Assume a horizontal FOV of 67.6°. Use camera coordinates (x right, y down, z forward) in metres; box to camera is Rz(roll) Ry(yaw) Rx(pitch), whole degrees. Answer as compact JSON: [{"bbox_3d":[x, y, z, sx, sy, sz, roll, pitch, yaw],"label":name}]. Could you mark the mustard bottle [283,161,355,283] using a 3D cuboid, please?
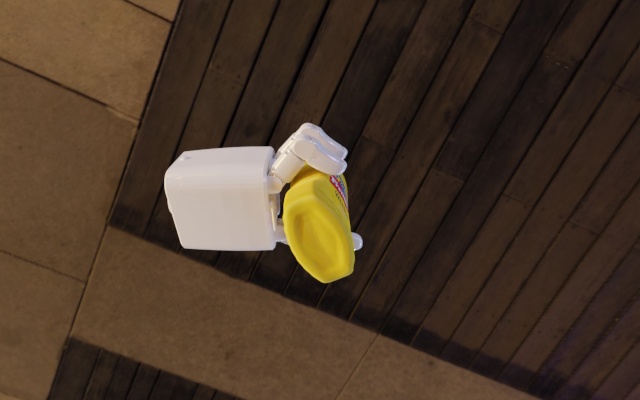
[{"bbox_3d":[0.000,0.002,0.528,0.058,0.096,0.191,-24,21,10],"label":"mustard bottle"}]
